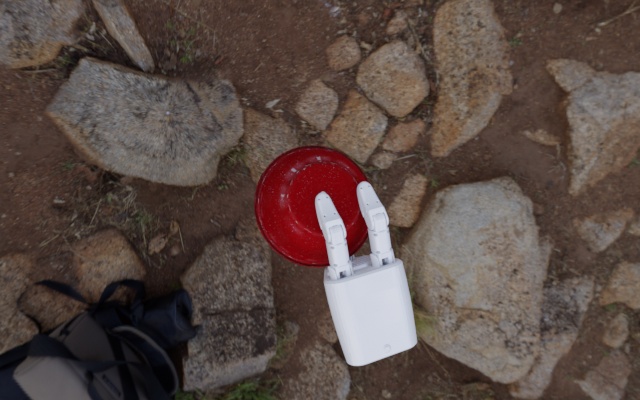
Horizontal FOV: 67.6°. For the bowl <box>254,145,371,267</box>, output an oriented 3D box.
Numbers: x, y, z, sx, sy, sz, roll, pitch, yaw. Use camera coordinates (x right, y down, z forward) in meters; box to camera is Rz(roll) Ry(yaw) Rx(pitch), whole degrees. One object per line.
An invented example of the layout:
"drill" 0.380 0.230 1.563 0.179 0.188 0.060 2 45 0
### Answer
"bowl" 0.000 0.001 0.598 0.162 0.162 0.055 0 -10 -13
